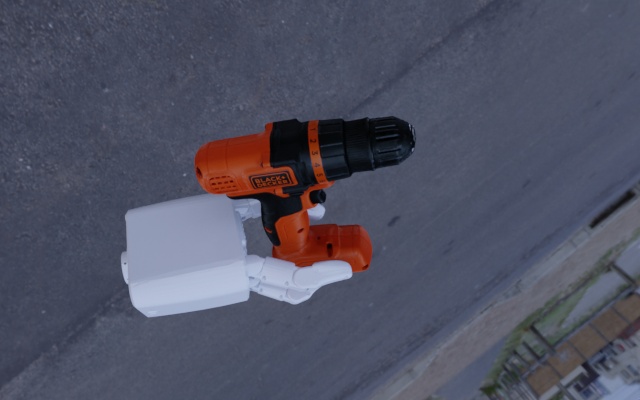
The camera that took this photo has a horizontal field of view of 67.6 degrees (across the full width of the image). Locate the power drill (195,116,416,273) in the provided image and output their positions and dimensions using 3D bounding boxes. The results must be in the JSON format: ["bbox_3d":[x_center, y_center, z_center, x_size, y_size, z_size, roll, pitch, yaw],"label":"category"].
[{"bbox_3d":[0.000,0.002,0.448,0.184,0.057,0.188,-6,-40,11],"label":"power drill"}]
